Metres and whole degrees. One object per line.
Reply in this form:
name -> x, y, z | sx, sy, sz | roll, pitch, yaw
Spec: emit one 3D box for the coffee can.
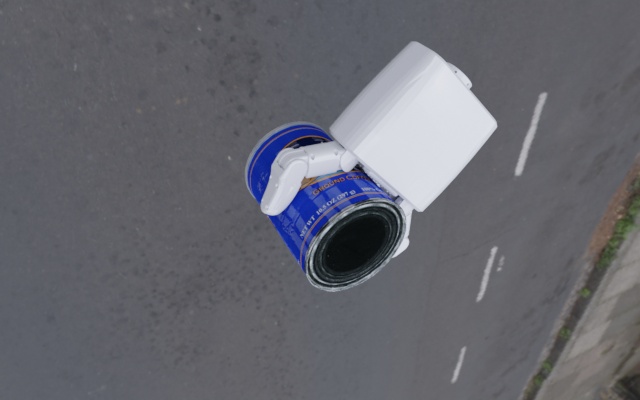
coffee can -> 0.000, 0.002, 0.460 | 0.103, 0.103, 0.140 | 0, 35, -35
